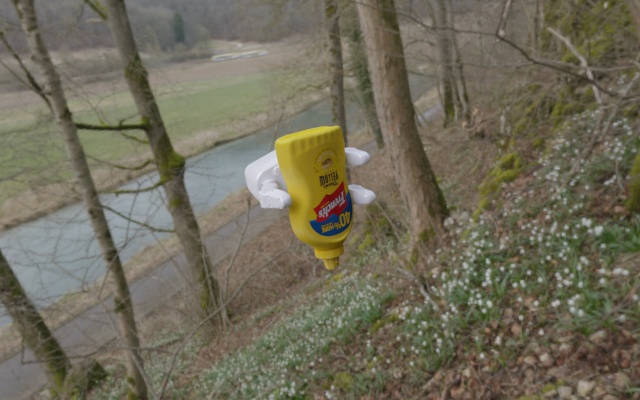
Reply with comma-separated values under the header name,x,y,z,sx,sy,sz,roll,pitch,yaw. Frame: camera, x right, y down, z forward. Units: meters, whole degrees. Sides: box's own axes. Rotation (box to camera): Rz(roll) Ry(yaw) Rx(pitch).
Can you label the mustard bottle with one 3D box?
name,x,y,z,sx,sy,sz,roll,pitch,yaw
mustard bottle,0.000,0.002,0.641,0.096,0.192,0.058,-23,20,-40
